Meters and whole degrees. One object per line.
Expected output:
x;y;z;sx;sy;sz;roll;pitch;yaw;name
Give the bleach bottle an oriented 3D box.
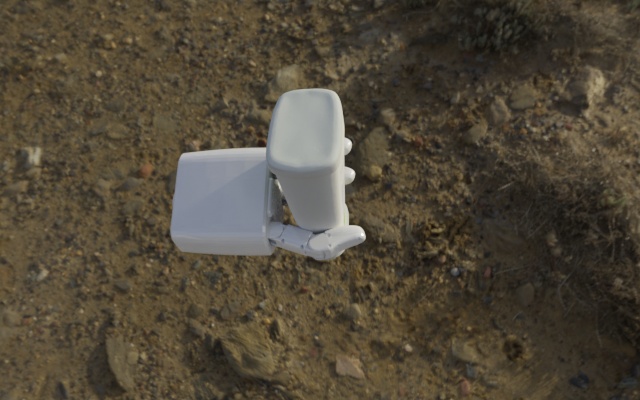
0.000;0.002;0.525;0.068;0.102;0.251;-1;-34;7;bleach bottle
